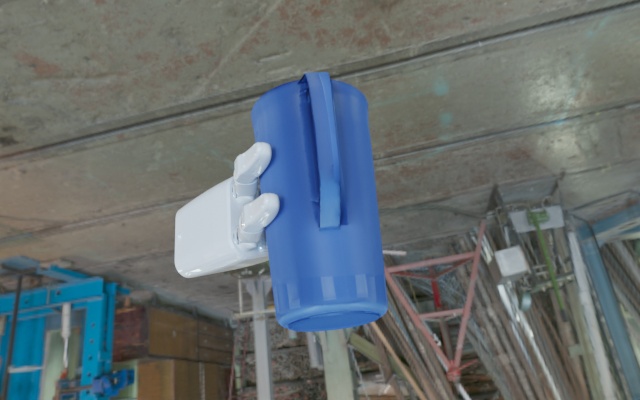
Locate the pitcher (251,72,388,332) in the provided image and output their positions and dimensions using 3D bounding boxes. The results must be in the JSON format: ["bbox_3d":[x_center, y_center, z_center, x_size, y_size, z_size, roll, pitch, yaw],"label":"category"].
[{"bbox_3d":[0.000,0.002,0.491,0.145,0.242,0.149,-23,-28,33],"label":"pitcher"}]
